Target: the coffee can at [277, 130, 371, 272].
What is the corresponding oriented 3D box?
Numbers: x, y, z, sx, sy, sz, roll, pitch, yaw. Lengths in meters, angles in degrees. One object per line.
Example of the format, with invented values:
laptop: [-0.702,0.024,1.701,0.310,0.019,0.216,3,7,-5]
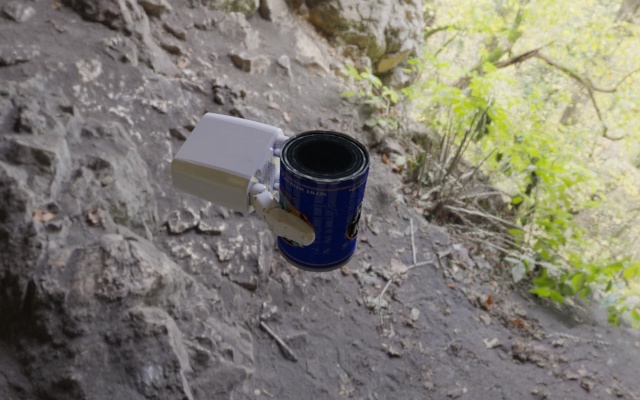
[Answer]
coffee can: [0.000,0.002,0.574,0.103,0.140,0.102,3,40,-3]
